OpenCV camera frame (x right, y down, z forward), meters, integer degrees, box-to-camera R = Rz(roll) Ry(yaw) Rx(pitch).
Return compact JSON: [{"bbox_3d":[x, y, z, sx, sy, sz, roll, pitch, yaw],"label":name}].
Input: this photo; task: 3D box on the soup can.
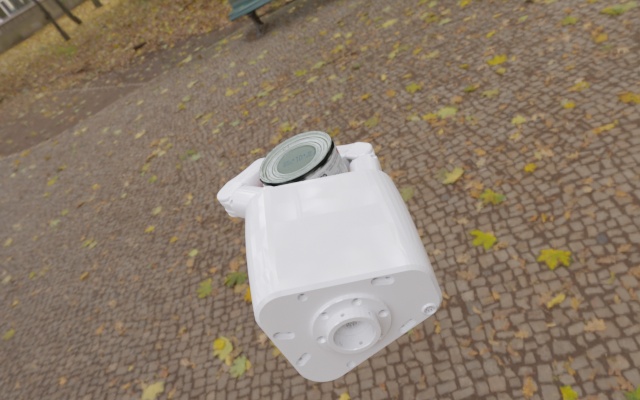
[{"bbox_3d":[0.000,0.001,0.406,0.068,0.102,0.068,-20,35,15],"label":"soup can"}]
